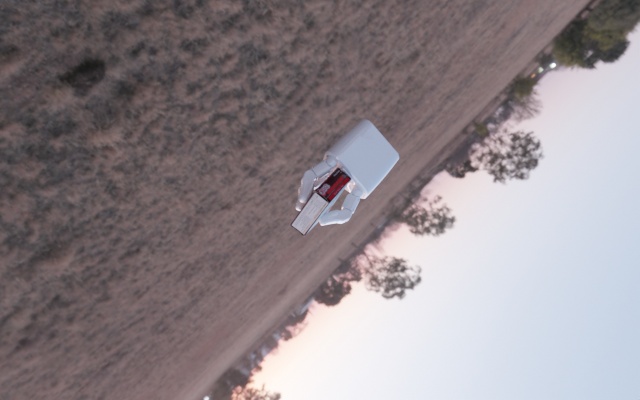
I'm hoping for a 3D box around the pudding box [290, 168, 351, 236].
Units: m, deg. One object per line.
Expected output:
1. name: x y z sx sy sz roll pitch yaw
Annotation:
1. pudding box: 0.000 0.003 0.876 0.090 0.039 0.113 -45 -8 -46
